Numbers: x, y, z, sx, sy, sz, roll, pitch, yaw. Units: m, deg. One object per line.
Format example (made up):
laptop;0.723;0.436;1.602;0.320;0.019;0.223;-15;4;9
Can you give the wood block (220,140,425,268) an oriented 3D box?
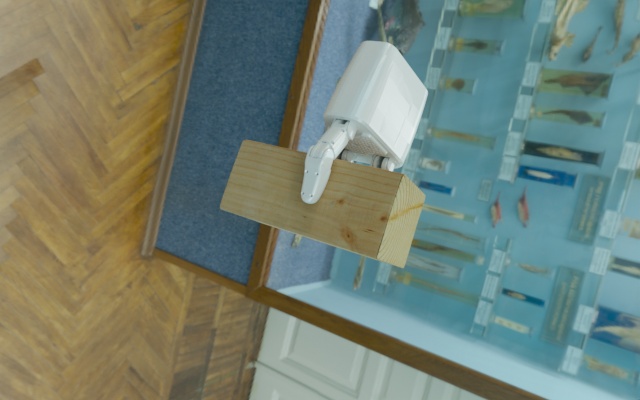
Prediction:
wood block;0.000;0.001;0.549;0.206;0.090;0.091;15;-7;29
